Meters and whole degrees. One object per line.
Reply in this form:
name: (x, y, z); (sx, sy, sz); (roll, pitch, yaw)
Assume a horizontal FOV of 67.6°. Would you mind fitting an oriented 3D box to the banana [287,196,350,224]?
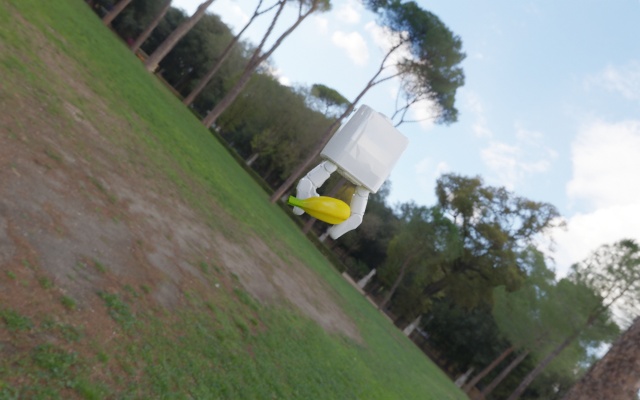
banana: (0.014, 0.011, 0.750); (0.069, 0.037, 0.198); (31, 4, 17)
